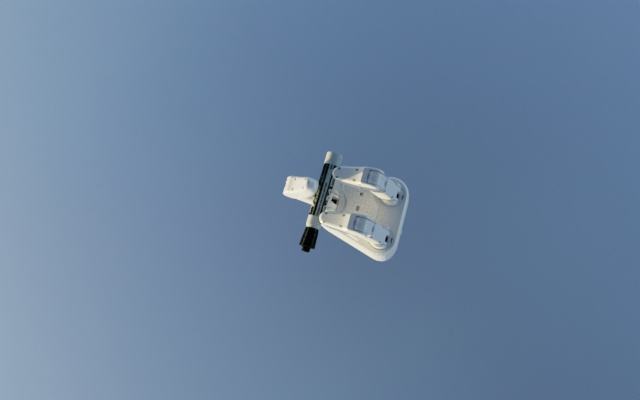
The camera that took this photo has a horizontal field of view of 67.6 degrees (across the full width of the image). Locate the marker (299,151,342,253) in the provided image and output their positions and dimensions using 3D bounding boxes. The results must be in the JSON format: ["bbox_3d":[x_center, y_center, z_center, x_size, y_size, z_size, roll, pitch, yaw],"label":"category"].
[{"bbox_3d":[0.000,0.002,0.557,0.020,0.121,0.020,16,-10,3],"label":"marker"}]
